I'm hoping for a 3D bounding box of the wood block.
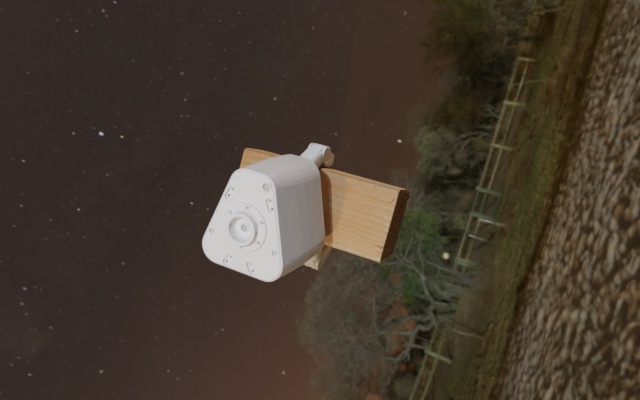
[{"bbox_3d":[0.000,0.002,0.620,0.206,0.091,0.090,17,6,18],"label":"wood block"}]
